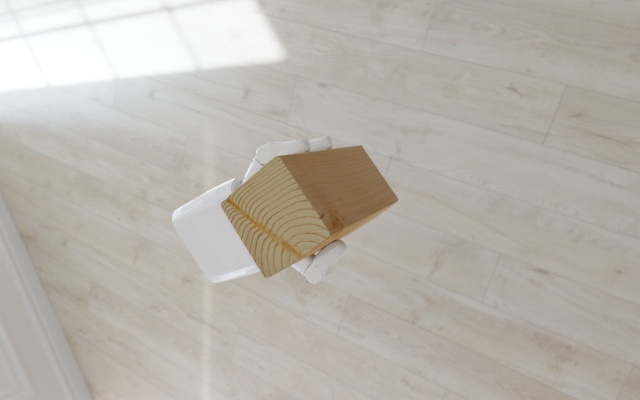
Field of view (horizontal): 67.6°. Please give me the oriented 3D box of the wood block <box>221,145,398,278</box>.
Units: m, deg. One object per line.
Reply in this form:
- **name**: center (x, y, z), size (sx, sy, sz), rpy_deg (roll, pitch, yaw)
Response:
- **wood block**: center (0.000, 0.002, 0.538), size (0.090, 0.091, 0.206), rpy_deg (-36, -8, 27)
